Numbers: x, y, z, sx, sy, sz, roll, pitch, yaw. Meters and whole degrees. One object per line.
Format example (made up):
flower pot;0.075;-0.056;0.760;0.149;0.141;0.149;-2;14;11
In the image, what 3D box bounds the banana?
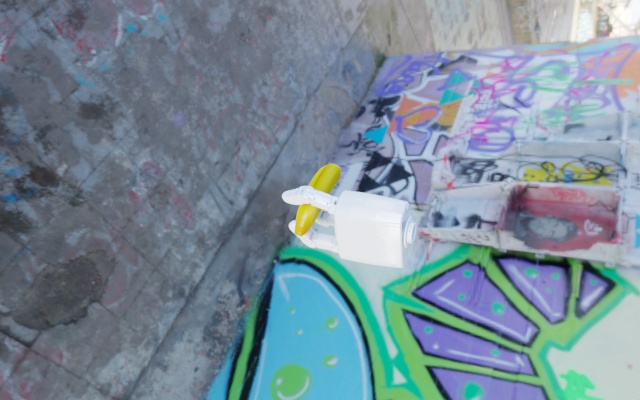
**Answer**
banana;0.002;-0.015;0.817;0.037;0.070;0.197;12;32;15
